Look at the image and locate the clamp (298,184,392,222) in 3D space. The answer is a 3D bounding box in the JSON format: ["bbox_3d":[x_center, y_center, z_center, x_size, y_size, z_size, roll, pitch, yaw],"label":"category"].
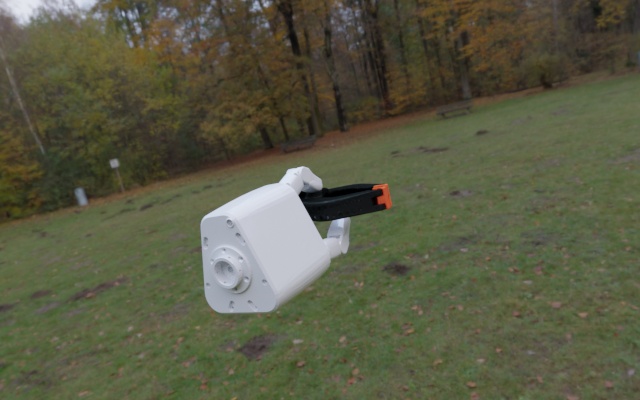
[{"bbox_3d":[0.000,0.001,0.626,0.210,0.036,0.164,-8,12,30],"label":"clamp"}]
